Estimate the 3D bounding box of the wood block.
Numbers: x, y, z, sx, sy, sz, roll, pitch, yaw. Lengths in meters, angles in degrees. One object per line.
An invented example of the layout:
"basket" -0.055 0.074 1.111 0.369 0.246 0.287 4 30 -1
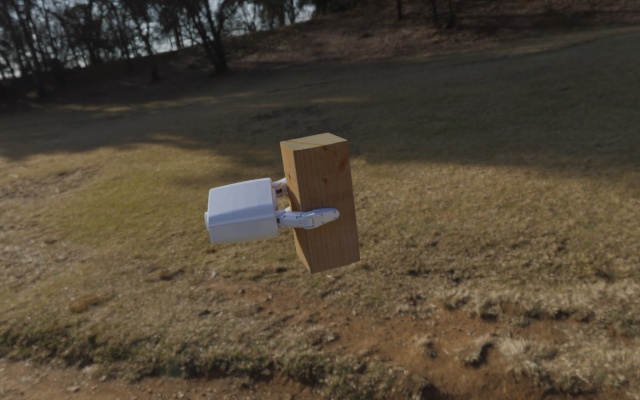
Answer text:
"wood block" 0.000 0.003 0.791 0.090 0.206 0.090 -13 19 -15
